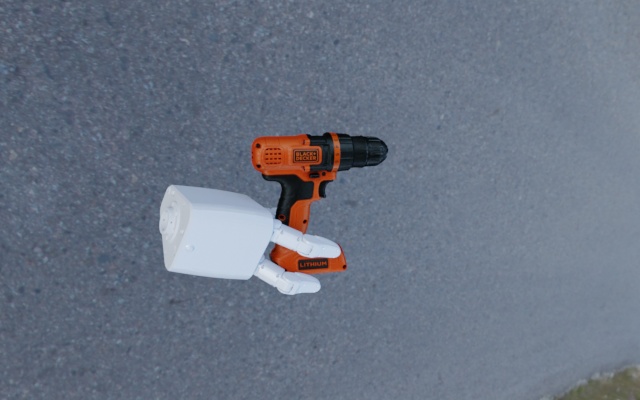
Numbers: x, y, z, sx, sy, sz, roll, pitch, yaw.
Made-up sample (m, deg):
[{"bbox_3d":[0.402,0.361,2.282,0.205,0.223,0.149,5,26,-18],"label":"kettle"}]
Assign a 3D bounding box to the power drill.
[{"bbox_3d":[0.000,0.003,0.645,0.184,0.188,0.057,-2,12,-13],"label":"power drill"}]
